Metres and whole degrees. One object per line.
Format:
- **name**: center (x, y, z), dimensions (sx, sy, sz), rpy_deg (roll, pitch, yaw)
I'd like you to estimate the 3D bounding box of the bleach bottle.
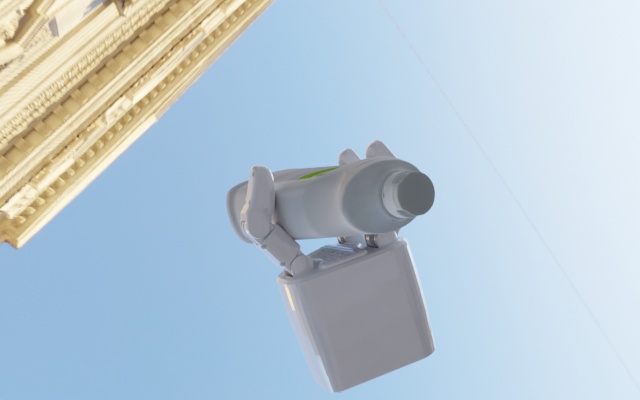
- **bleach bottle**: center (0.000, 0.001, 0.409), dimensions (0.102, 0.068, 0.251), rpy_deg (-21, 7, -24)
